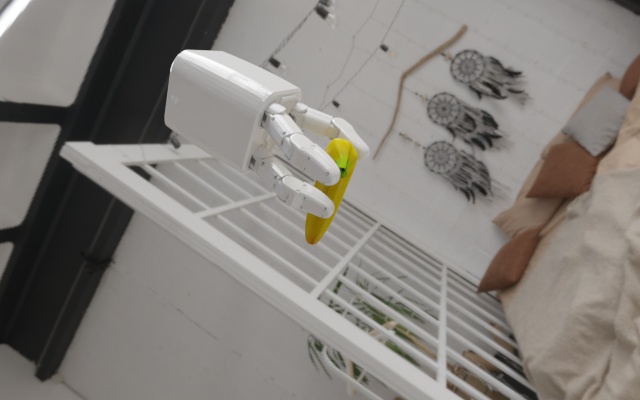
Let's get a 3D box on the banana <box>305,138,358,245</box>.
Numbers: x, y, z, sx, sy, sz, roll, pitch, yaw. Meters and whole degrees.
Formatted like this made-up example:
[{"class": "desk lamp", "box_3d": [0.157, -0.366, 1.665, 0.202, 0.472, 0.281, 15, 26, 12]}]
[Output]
[{"class": "banana", "box_3d": [0.009, -0.014, 0.535, 0.037, 0.069, 0.198, 27, -27, 5]}]
